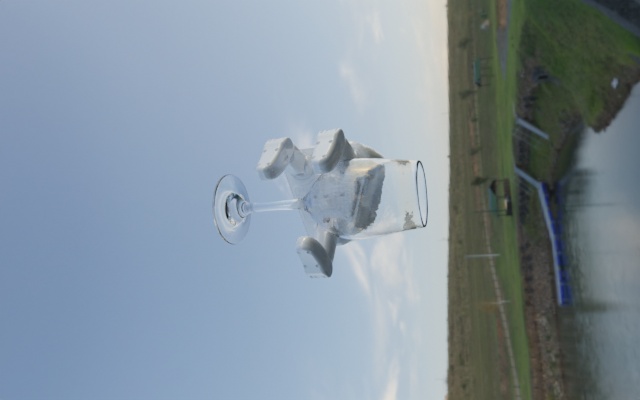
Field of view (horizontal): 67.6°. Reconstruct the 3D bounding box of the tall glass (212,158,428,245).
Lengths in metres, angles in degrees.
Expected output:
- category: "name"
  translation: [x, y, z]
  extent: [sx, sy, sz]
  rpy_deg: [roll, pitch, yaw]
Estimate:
- category: "tall glass"
  translation: [-0.001, 0.002, 0.469]
  extent: [0.201, 0.079, 0.079]
  rpy_deg: [-5, -2, 20]
